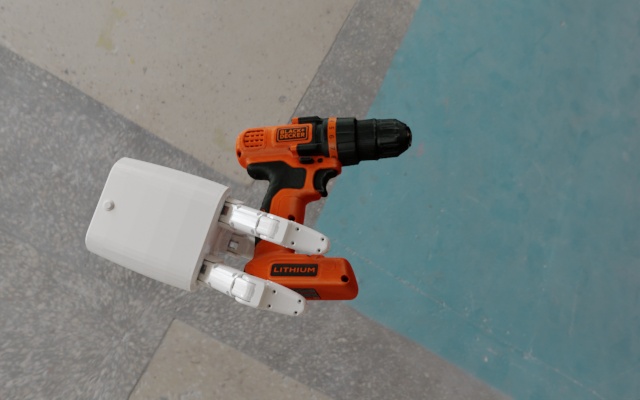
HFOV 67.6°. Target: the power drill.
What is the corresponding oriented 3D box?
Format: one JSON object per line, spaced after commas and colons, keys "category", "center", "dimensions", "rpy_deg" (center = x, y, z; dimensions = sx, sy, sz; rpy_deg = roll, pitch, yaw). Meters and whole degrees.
{"category": "power drill", "center": [0.000, 0.002, 0.470], "dimensions": [0.184, 0.187, 0.057], "rpy_deg": [-4, -28, 12]}
